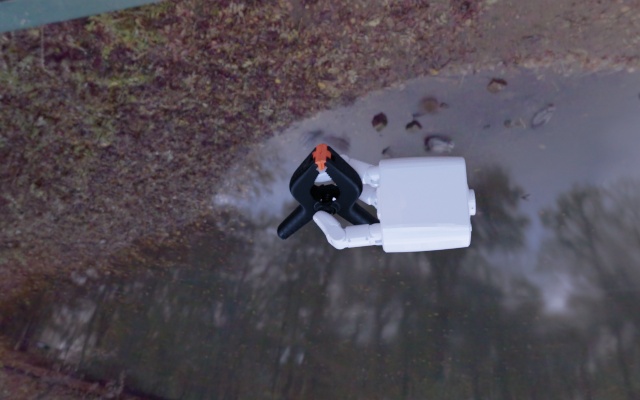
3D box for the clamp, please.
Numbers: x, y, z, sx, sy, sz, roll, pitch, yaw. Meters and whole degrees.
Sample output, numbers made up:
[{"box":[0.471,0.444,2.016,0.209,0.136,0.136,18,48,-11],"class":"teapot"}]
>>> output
[{"box":[0.000,0.002,0.646,0.164,0.036,0.210,-4,-34,11],"class":"clamp"}]
